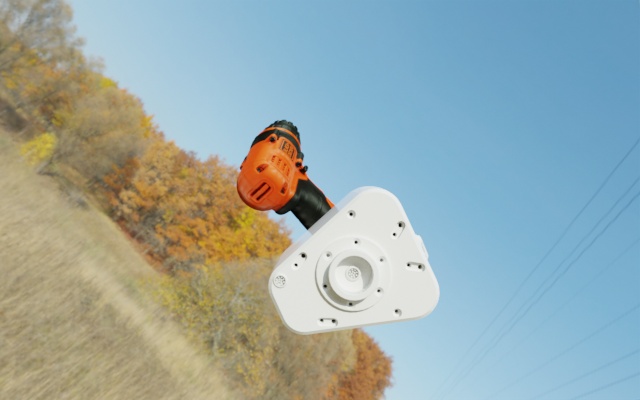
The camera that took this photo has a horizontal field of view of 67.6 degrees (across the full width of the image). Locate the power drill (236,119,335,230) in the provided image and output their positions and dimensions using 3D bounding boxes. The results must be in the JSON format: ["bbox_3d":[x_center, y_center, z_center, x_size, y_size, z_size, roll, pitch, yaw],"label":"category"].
[{"bbox_3d":[0.000,0.002,0.497,0.057,0.188,0.184,-43,15,20],"label":"power drill"}]
